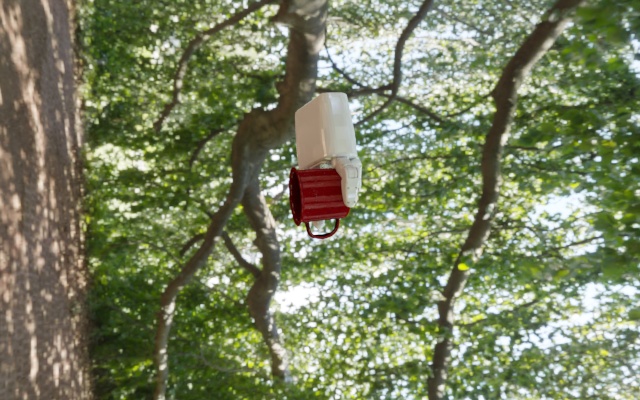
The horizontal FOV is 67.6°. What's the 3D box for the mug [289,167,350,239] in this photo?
[{"bbox_3d":[0.001,0.004,0.753,0.081,0.117,0.093,-5,-7,-15],"label":"mug"}]
